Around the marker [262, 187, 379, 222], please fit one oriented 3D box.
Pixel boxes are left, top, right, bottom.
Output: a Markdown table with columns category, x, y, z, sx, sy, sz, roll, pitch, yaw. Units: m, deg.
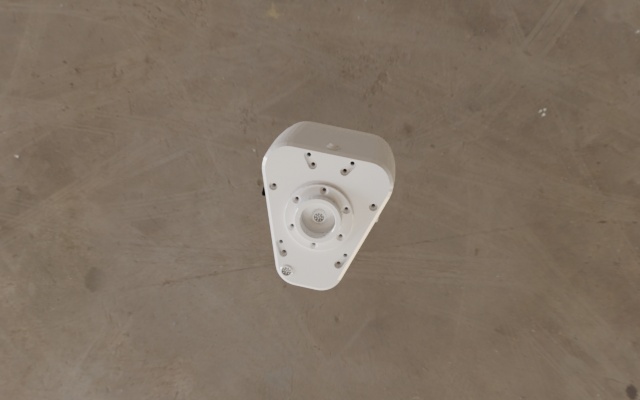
| category | x | y | z | sx | sy | sz | roll | pitch | yaw |
| --- | --- | --- | --- | --- | --- | --- | --- | --- | --- |
| marker | 0.000 | 0.002 | 0.487 | 0.121 | 0.020 | 0.020 | 11 | 0 | 3 |
